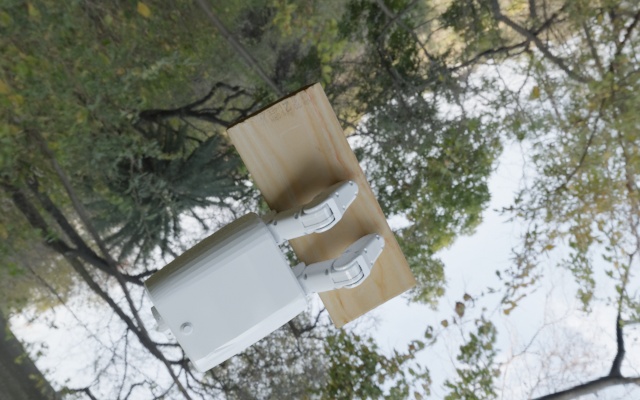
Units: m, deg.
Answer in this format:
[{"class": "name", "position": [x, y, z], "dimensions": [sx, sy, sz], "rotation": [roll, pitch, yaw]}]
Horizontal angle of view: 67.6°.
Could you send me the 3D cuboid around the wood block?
[{"class": "wood block", "position": [0.000, 0.002, 0.459], "dimensions": [0.090, 0.206, 0.091], "rotation": [-28, 15, -4]}]
